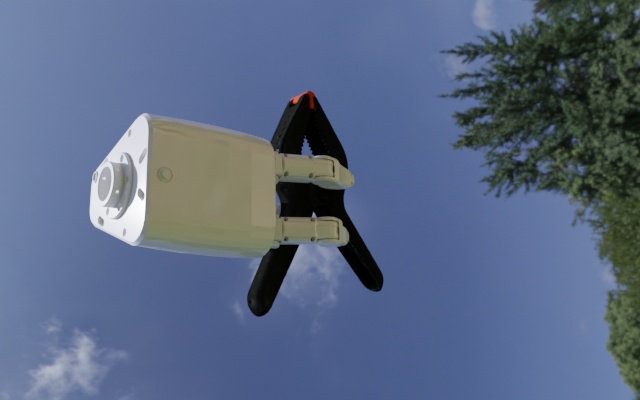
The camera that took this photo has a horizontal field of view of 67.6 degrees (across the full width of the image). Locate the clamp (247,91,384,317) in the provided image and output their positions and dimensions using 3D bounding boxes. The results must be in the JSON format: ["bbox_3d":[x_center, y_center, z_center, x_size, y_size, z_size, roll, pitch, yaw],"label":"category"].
[{"bbox_3d":[-0.001,0.001,0.465,0.164,0.210,0.036,9,-15,-44],"label":"clamp"}]
